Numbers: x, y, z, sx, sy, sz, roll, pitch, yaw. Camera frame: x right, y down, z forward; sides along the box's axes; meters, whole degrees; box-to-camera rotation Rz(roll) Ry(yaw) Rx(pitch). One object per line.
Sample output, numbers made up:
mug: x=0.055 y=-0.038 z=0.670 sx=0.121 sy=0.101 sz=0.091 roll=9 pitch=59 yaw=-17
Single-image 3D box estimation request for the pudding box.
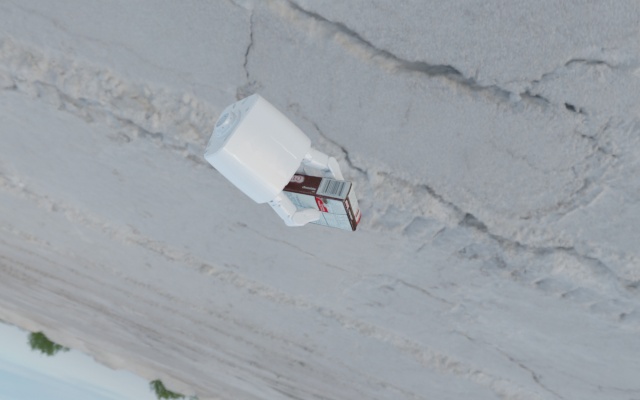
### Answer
pudding box: x=0.000 y=0.003 z=0.744 sx=0.113 sy=0.039 sz=0.090 roll=12 pitch=-30 yaw=23
